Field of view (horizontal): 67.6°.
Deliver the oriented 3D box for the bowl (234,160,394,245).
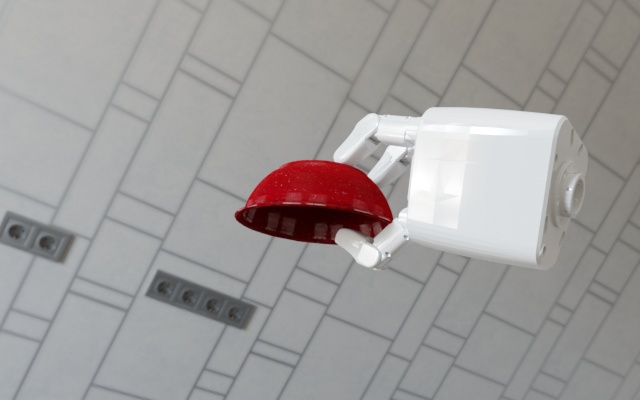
[{"bbox_3d":[-0.001,0.001,0.470,0.162,0.055,0.162,5,-16,1],"label":"bowl"}]
